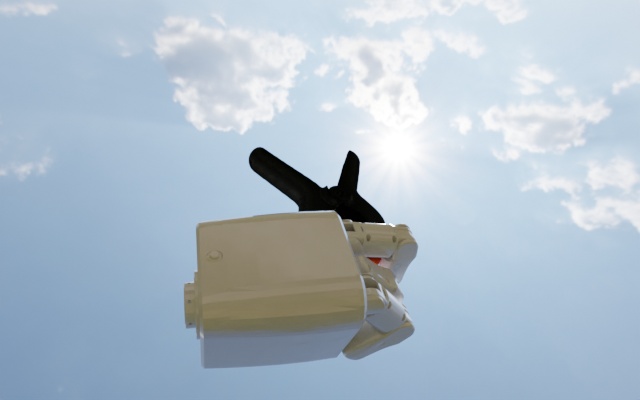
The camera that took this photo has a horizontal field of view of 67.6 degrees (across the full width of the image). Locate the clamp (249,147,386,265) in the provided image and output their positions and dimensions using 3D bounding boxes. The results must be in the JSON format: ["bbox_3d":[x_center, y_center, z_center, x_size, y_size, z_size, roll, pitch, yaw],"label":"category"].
[{"bbox_3d":[0.000,0.002,0.438,0.120,0.039,0.171,0,37,-16],"label":"clamp"}]
